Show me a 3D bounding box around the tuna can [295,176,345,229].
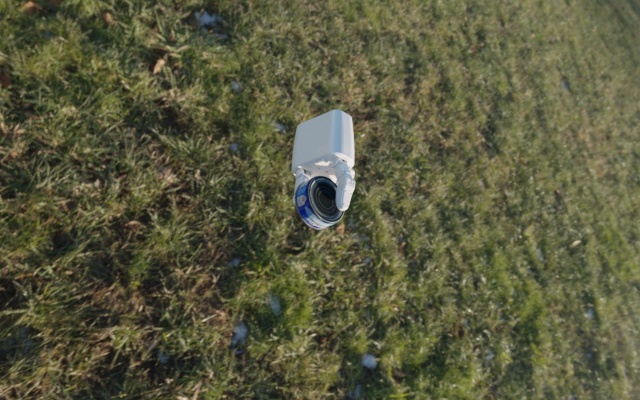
[{"bbox_3d":[0.001,0.002,0.795,0.086,0.086,0.034,0,-18,-45],"label":"tuna can"}]
